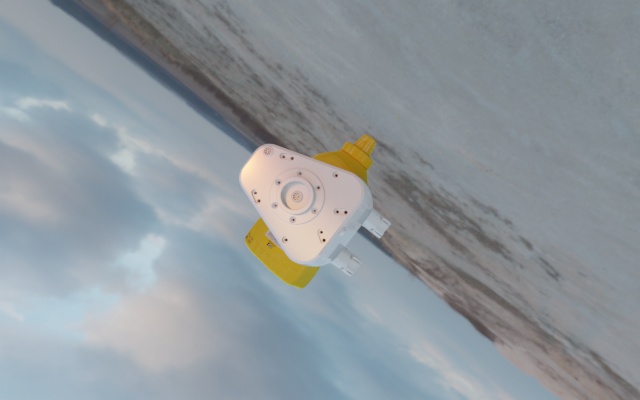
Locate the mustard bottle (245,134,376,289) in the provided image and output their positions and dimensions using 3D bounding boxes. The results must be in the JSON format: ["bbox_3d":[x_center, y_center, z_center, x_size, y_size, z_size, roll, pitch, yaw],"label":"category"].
[{"bbox_3d":[0.000,0.002,0.562,0.096,0.191,0.058,38,1,35],"label":"mustard bottle"}]
